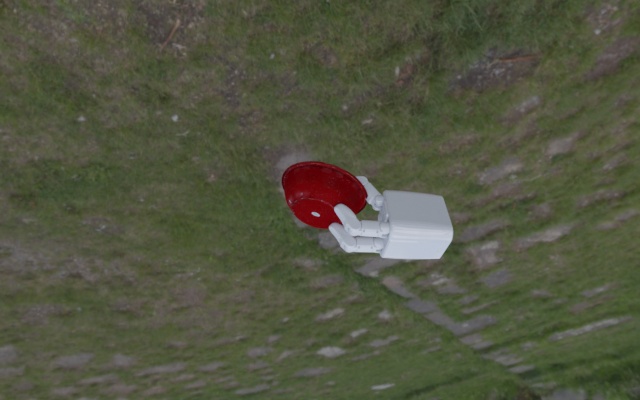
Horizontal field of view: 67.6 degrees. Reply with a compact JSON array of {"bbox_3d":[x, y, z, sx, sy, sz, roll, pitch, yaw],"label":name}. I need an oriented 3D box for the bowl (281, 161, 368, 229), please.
[{"bbox_3d":[-0.001,0.003,0.850,0.162,0.055,0.162,13,-34,9],"label":"bowl"}]
